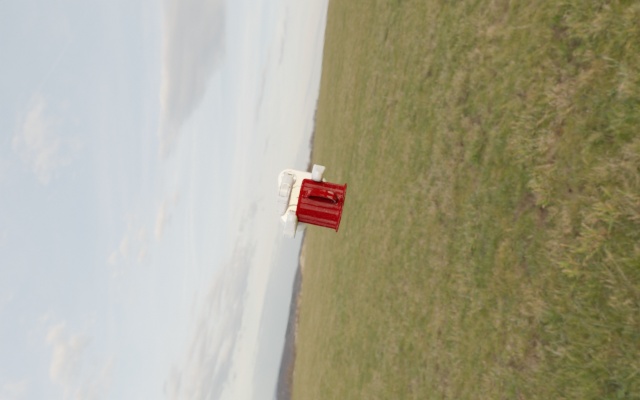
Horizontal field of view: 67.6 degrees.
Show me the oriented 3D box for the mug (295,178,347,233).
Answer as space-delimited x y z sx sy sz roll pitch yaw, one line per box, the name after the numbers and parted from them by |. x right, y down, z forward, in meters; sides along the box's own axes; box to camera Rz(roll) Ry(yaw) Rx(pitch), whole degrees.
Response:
0.000 0.003 0.862 0.081 0.093 0.117 11 -13 0 | mug
